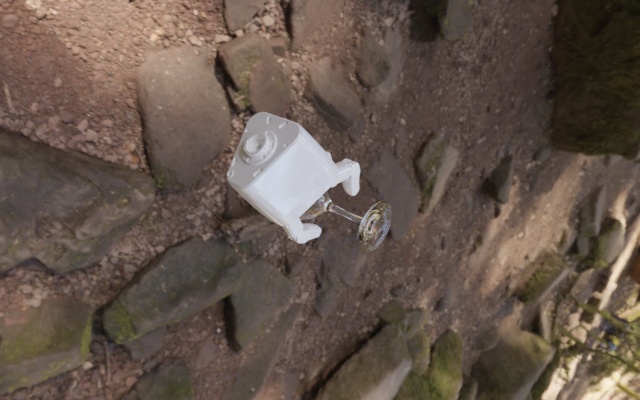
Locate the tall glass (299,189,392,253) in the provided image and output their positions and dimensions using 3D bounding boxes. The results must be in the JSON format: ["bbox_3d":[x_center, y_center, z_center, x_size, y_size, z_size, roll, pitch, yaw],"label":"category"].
[{"bbox_3d":[0.001,0.003,0.695,0.201,0.079,0.079,25,15,36],"label":"tall glass"}]
